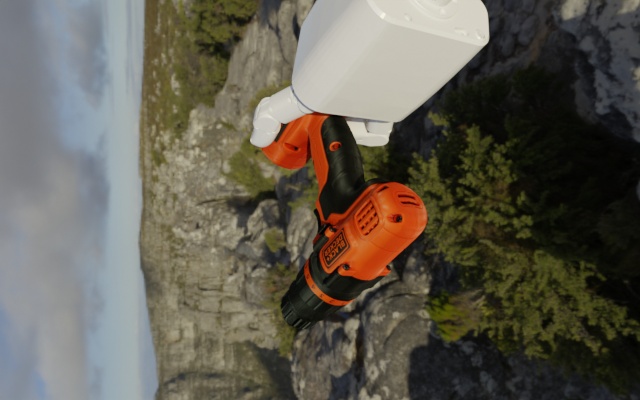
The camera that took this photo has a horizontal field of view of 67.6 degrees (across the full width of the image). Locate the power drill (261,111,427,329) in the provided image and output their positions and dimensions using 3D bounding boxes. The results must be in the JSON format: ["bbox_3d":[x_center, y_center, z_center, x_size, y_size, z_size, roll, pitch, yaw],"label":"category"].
[{"bbox_3d":[0.000,0.001,0.429,0.057,0.187,0.184,6,-40,-36],"label":"power drill"}]
